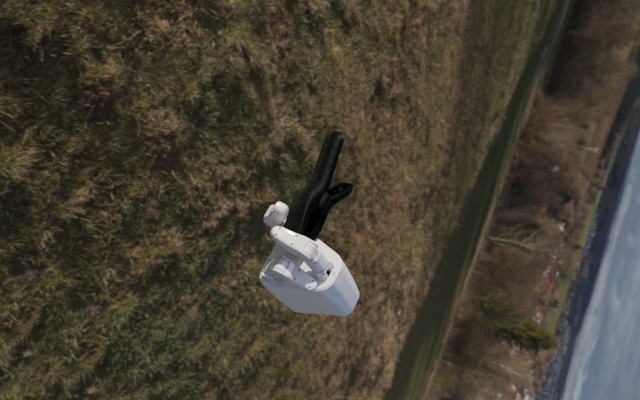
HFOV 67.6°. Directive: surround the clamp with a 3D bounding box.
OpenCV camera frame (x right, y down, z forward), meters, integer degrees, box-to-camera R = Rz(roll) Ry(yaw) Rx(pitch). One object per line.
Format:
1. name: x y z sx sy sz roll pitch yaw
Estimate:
1. clamp: 0.001 0.002 0.658 0.039 0.171 0.120 16 -26 31
